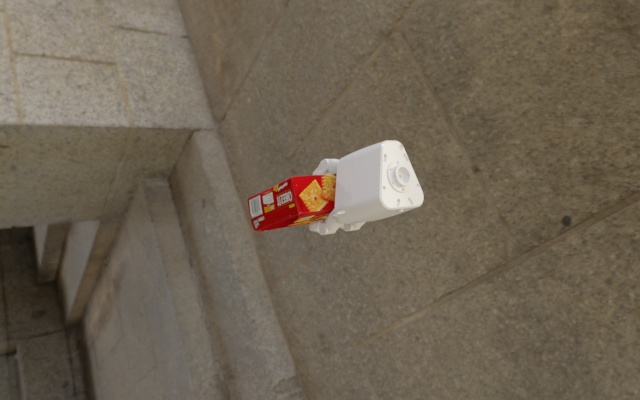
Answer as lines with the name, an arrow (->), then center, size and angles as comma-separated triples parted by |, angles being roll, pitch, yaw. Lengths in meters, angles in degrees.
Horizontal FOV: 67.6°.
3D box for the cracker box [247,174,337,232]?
cracker box -> 0.000, 0.003, 0.872 | 0.213, 0.072, 0.164 | -5, -10, -36
